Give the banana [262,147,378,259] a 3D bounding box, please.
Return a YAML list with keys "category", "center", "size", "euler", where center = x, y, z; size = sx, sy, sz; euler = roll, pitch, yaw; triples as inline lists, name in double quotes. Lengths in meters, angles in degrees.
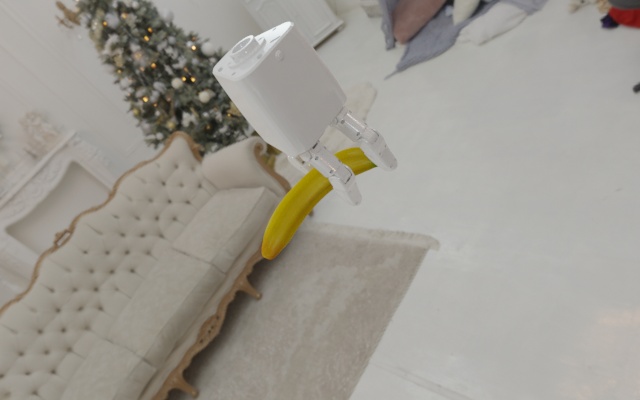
- category: "banana"
  center: [-0.004, -0.008, 0.596]
  size: [0.198, 0.037, 0.069]
  euler: [-39, 36, -1]
